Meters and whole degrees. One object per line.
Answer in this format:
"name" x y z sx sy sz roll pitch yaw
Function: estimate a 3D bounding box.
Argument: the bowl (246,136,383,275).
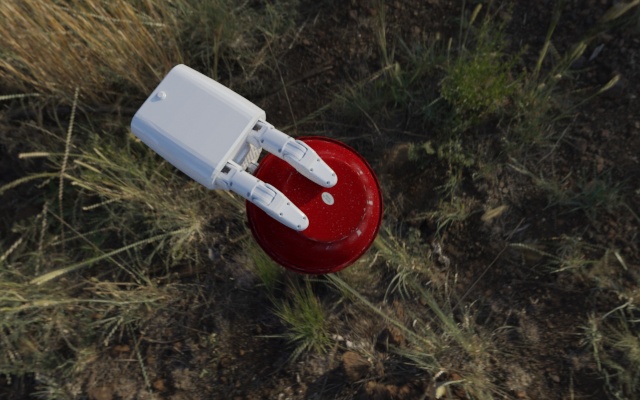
"bowl" 0.001 0.002 0.527 0.162 0.162 0.055 0 -7 -12
